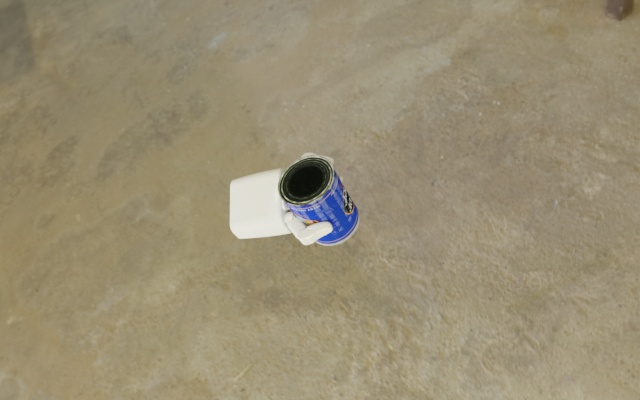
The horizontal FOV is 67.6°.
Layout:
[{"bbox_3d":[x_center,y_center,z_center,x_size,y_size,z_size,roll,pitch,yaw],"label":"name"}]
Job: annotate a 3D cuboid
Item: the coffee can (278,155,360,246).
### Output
[{"bbox_3d":[0.000,0.003,0.845,0.103,0.102,0.140,0,-33,25],"label":"coffee can"}]
